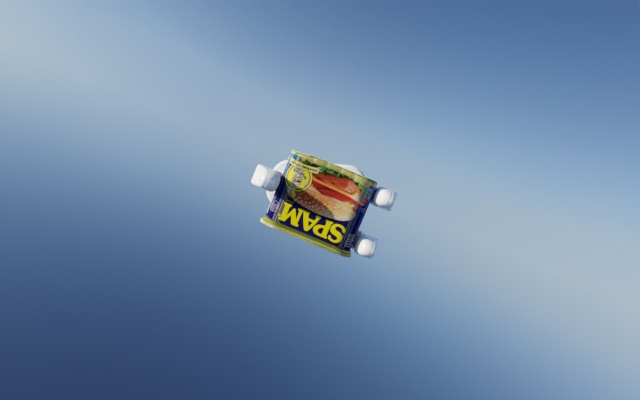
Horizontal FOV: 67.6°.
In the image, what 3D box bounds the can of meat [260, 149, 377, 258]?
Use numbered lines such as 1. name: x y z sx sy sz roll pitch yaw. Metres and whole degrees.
1. can of meat: 0.000 0.001 0.506 0.102 0.084 0.057 22 2 1
